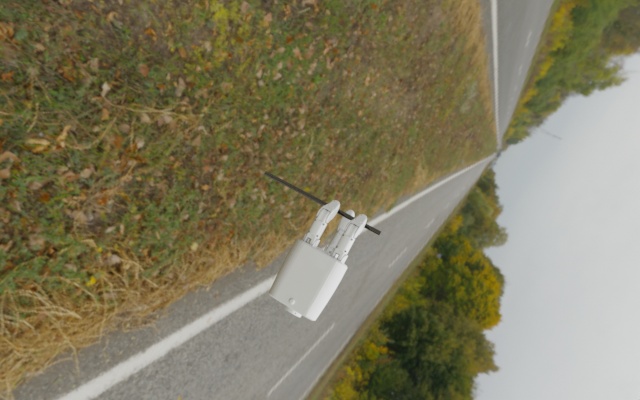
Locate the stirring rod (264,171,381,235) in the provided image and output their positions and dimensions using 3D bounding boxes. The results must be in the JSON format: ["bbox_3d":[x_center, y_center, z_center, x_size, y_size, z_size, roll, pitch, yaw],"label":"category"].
[{"bbox_3d":[0.000,0.003,0.856,0.239,0.011,0.011,28,8,15],"label":"stirring rod"}]
